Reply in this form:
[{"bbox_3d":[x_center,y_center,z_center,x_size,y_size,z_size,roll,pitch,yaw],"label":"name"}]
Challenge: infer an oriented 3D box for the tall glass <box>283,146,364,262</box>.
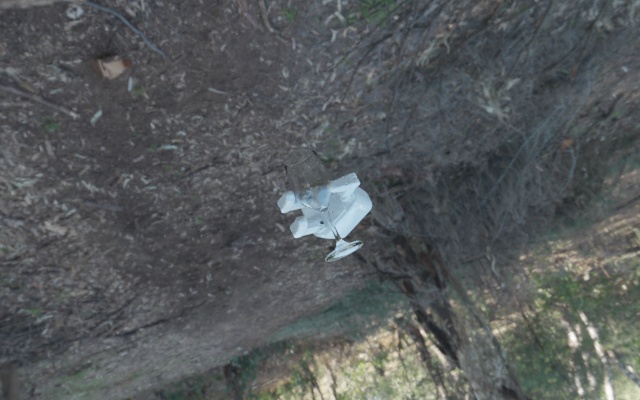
[{"bbox_3d":[0.000,0.003,0.850,0.079,0.201,0.079,-23,-18,-8],"label":"tall glass"}]
